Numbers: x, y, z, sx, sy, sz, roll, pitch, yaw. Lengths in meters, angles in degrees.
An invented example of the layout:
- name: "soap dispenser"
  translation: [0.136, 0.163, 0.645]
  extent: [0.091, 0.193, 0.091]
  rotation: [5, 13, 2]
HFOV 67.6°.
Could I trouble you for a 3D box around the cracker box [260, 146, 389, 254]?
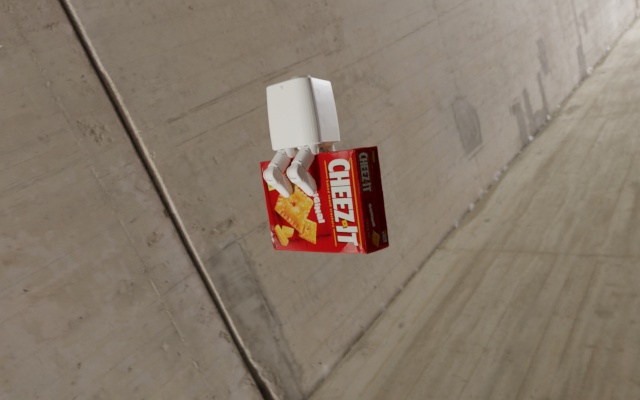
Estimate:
- name: "cracker box"
  translation: [0.000, 0.003, 0.802]
  extent: [0.213, 0.164, 0.072]
  rotation: [-3, 8, 42]
